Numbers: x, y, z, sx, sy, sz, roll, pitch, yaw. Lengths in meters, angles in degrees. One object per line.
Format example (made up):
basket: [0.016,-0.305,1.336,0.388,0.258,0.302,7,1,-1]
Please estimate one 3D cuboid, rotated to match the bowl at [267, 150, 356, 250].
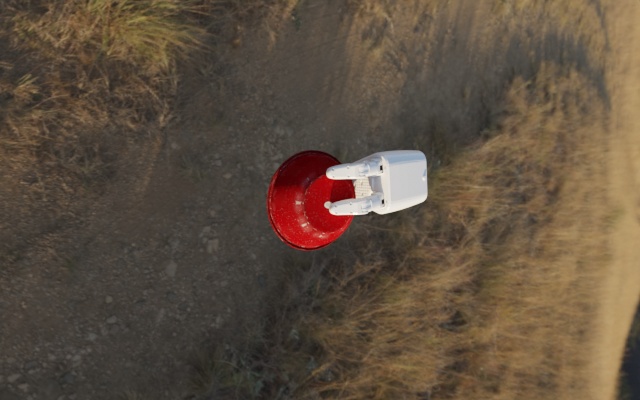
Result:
bowl: [-0.001,0.003,0.743,0.162,0.162,0.055,0,5,-31]
